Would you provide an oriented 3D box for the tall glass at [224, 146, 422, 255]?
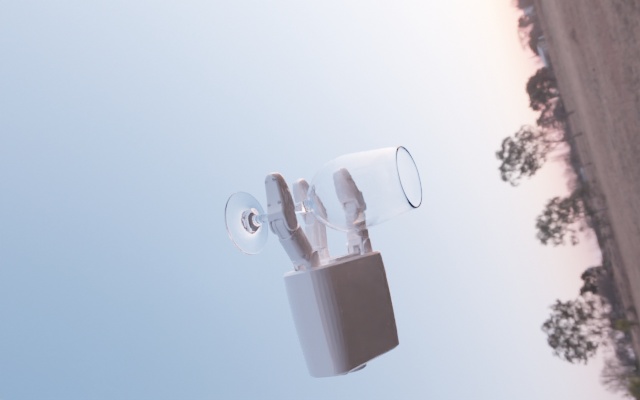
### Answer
[{"bbox_3d":[-0.001,0.002,0.497,0.201,0.079,0.079,-16,-8,29],"label":"tall glass"}]
